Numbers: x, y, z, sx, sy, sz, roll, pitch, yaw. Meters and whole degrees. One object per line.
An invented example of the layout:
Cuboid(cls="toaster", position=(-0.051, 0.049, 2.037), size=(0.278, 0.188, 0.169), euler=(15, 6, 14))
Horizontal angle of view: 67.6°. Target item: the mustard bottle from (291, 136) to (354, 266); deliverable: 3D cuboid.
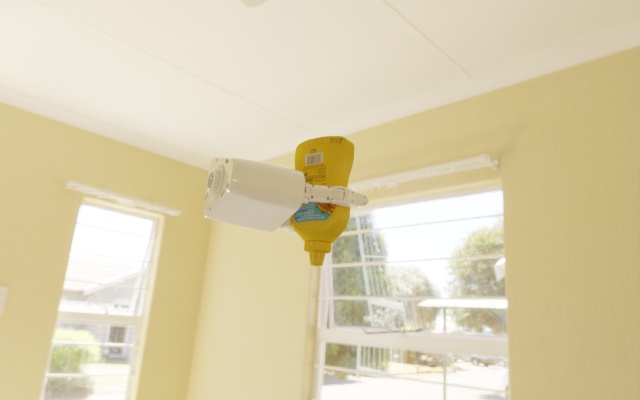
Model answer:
Cuboid(cls="mustard bottle", position=(0.000, 0.002, 0.720), size=(0.096, 0.191, 0.058), euler=(-6, -18, 33))
